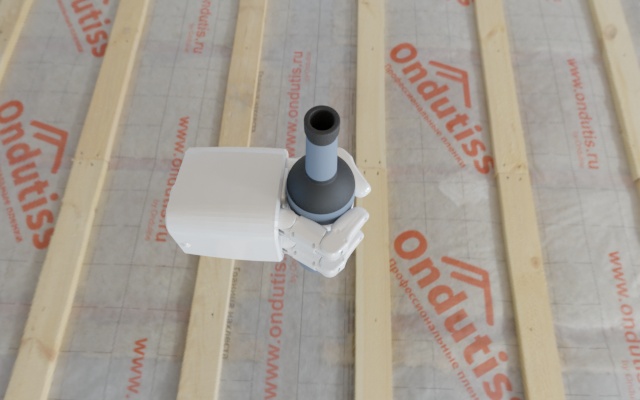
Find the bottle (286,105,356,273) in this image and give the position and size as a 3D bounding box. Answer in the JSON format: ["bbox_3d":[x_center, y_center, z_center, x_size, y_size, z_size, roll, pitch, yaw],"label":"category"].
[{"bbox_3d":[0.000,0.002,0.488,0.069,0.069,0.296,0,-25,0],"label":"bottle"}]
